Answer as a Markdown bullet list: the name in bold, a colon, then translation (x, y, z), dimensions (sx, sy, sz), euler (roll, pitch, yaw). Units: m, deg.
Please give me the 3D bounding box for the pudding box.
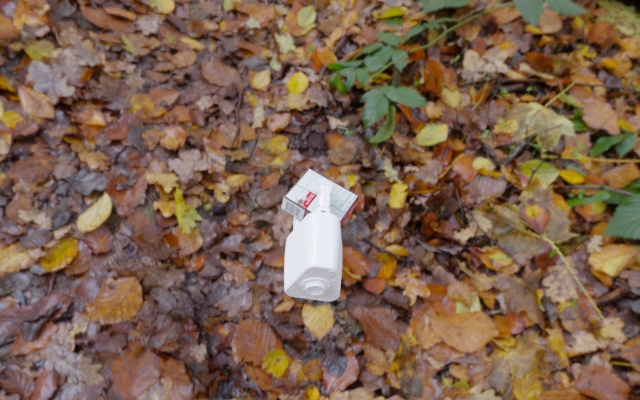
- **pudding box**: translation (0.000, 0.003, 0.865), dimensions (0.113, 0.090, 0.039), euler (31, -39, 10)
